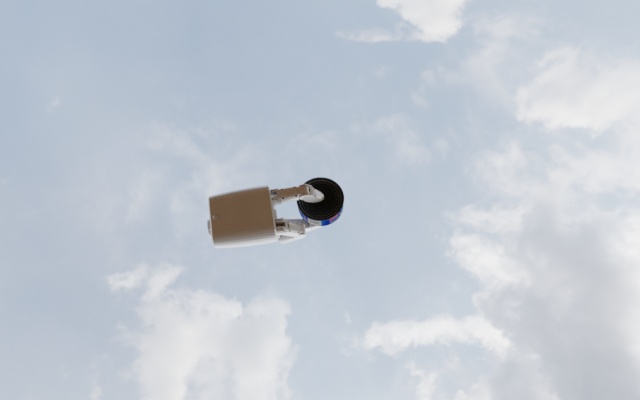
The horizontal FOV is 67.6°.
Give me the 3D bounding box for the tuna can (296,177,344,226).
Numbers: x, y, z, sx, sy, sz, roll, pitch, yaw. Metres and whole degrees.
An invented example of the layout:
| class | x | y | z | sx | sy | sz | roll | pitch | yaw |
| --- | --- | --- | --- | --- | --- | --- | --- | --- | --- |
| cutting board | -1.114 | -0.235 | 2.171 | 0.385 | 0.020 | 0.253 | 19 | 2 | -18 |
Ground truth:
| class | x | y | z | sx | sy | sz | roll | pitch | yaw |
| --- | --- | --- | --- | --- | --- | --- | --- | --- | --- |
| tuna can | 0.000 | 0.003 | 0.867 | 0.086 | 0.086 | 0.034 | 0 | -25 | 2 |
